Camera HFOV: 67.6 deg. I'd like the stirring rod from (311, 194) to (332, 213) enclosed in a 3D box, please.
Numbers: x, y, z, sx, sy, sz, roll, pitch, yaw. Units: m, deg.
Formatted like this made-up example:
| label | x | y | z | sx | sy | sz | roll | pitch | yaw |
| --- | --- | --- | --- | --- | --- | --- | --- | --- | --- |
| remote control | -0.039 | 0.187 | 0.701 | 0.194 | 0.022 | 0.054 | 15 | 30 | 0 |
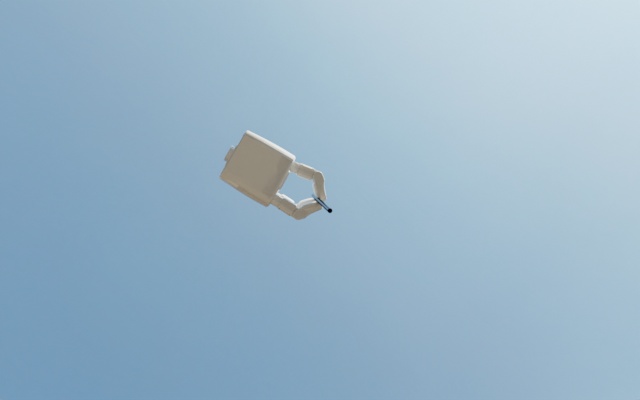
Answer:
| label | x | y | z | sx | sy | sz | roll | pitch | yaw |
| --- | --- | --- | --- | --- | --- | --- | --- | --- | --- |
| stirring rod | 0.000 | 0.003 | 0.881 | 0.011 | 0.011 | 0.239 | 0 | 6 | -7 |
